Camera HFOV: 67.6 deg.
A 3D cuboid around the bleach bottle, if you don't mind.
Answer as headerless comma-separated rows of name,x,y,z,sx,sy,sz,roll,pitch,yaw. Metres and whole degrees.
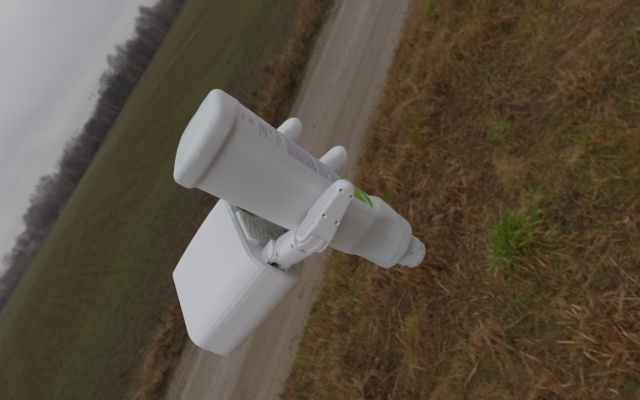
bleach bottle,0.000,0.001,0.424,0.251,0.068,0.102,31,18,-25
